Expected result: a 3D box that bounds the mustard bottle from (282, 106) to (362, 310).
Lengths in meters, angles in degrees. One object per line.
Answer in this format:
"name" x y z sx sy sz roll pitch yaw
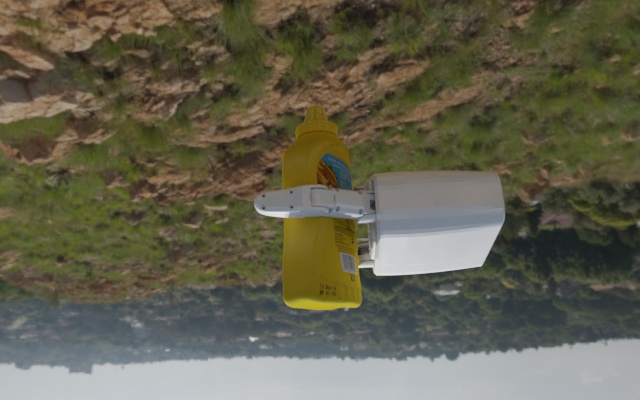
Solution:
"mustard bottle" 0.000 0.002 0.443 0.058 0.191 0.096 -11 -19 26
